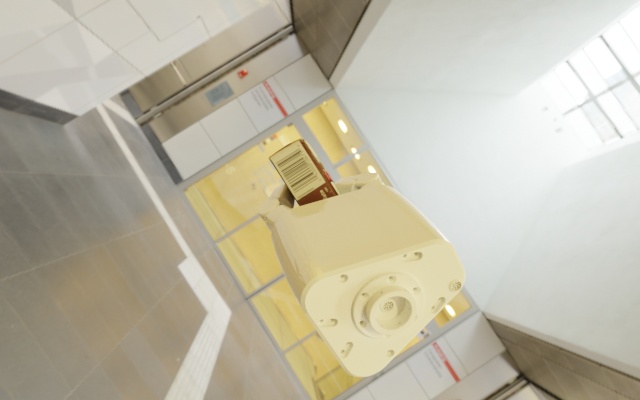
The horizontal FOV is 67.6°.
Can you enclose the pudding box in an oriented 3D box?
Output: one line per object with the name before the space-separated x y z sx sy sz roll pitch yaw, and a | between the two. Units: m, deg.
pudding box | 0.000 0.001 0.459 0.039 0.113 0.090 -31 -4 0
